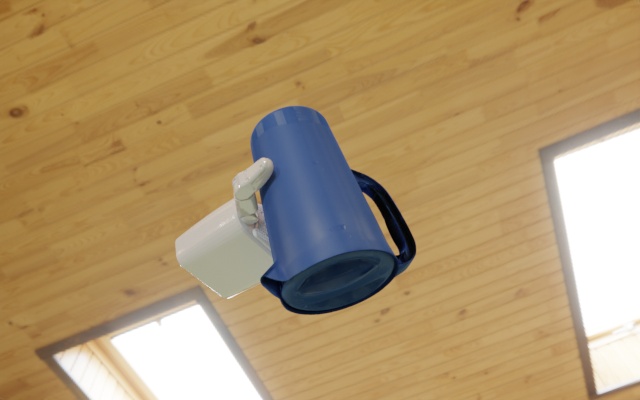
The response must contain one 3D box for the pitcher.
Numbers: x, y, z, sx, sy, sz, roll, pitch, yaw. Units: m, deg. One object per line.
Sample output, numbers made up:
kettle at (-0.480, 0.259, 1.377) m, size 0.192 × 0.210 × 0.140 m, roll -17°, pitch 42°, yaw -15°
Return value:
pitcher at (0.000, 0.002, 0.577) m, size 0.145 × 0.242 × 0.149 m, roll -32°, pitch -37°, yaw 17°
